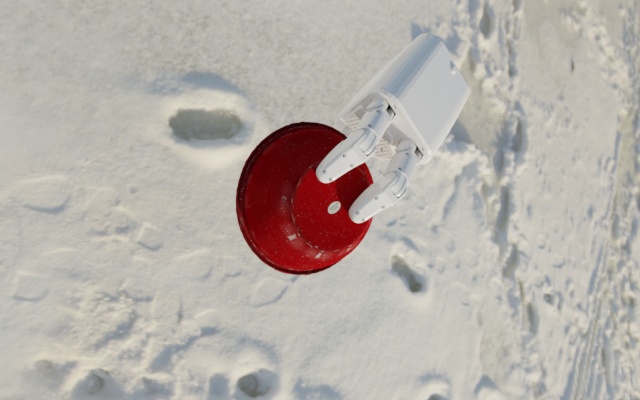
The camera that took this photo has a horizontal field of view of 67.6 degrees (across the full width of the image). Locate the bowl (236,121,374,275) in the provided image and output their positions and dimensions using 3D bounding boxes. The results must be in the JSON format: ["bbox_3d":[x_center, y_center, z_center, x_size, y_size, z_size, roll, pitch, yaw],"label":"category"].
[{"bbox_3d":[0.000,0.003,0.479,0.162,0.162,0.055,0,6,-30],"label":"bowl"}]
